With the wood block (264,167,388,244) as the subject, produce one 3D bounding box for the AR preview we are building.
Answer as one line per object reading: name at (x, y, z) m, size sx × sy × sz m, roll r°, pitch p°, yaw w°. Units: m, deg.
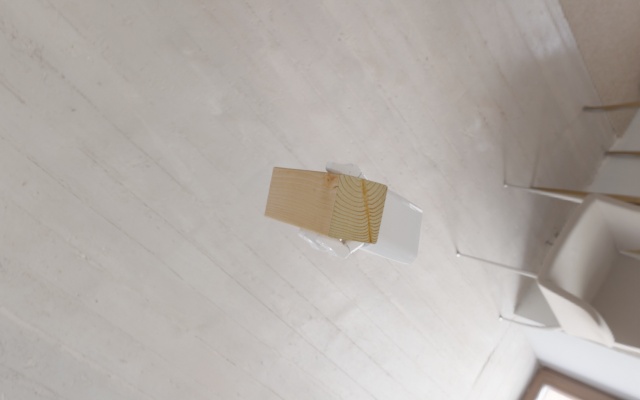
wood block at (0.001, 0.002, 0.758) m, size 0.090 × 0.091 × 0.206 m, roll 11°, pitch 0°, yaw -33°
